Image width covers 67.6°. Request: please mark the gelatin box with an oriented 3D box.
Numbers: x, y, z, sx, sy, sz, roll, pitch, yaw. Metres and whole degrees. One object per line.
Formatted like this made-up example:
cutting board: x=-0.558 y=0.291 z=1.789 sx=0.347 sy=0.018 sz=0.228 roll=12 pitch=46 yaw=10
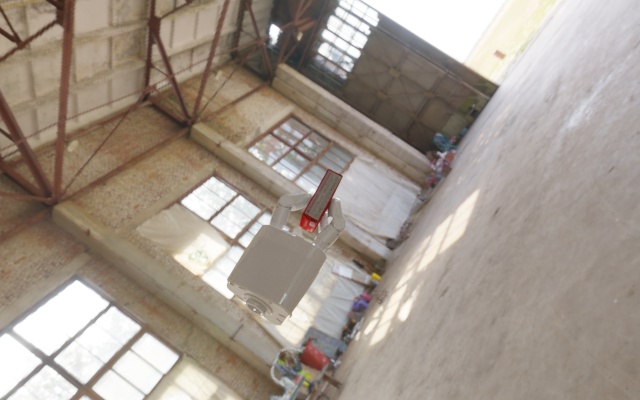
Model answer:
gelatin box: x=0.000 y=0.002 z=0.763 sx=0.030 sy=0.089 sz=0.073 roll=28 pitch=-18 yaw=1
